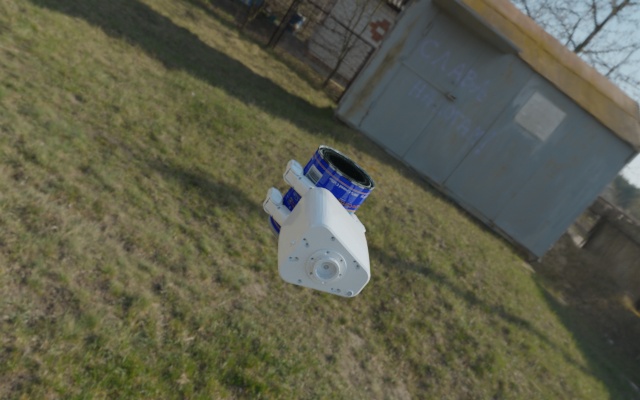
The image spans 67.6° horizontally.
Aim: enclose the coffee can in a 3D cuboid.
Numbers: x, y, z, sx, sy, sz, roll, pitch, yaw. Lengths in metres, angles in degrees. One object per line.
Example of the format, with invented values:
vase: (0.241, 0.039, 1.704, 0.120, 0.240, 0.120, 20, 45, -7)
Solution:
coffee can: (0.000, 0.002, 0.723, 0.103, 0.140, 0.102, 32, 20, -13)
